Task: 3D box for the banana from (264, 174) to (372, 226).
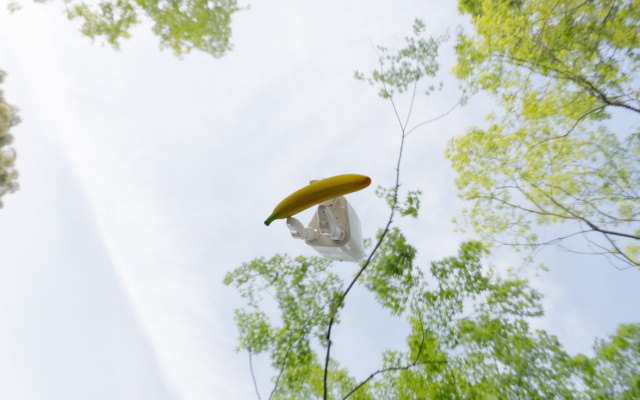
[{"bbox_3d":[-0.003,-0.006,0.819,0.198,0.037,0.069,-24,31,15],"label":"banana"}]
